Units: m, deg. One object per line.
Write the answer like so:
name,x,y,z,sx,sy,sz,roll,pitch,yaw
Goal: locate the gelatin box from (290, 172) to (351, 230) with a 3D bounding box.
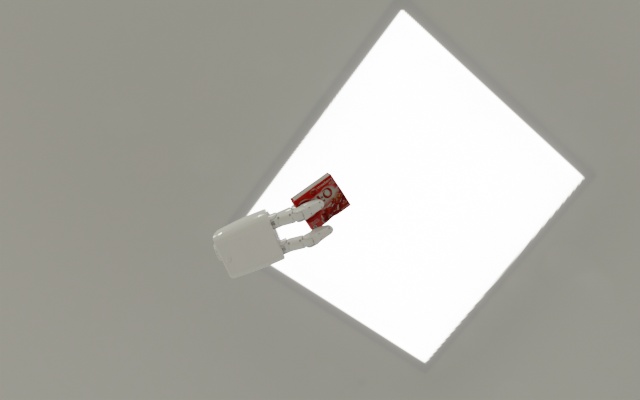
gelatin box,0.000,0.003,0.888,0.089,0.073,0.030,-36,20,-4
